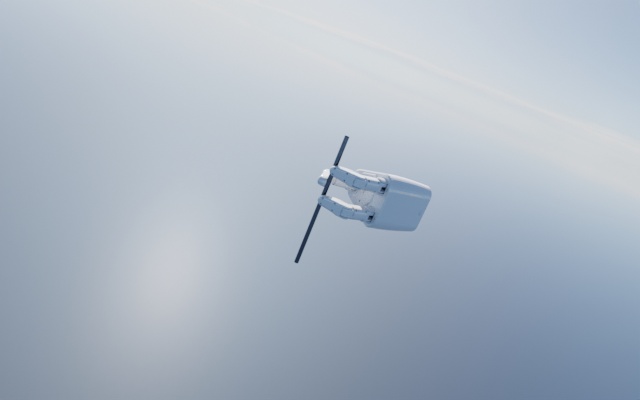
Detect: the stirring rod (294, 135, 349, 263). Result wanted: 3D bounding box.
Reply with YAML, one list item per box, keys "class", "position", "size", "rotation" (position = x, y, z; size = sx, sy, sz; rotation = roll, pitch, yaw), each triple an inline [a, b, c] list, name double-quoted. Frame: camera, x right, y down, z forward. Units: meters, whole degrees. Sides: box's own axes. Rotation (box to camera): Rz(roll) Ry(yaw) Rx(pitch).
- class: "stirring rod"
  position: [0.000, 0.003, 0.809]
  size: [0.011, 0.239, 0.011]
  rotation: [20, 17, -7]
